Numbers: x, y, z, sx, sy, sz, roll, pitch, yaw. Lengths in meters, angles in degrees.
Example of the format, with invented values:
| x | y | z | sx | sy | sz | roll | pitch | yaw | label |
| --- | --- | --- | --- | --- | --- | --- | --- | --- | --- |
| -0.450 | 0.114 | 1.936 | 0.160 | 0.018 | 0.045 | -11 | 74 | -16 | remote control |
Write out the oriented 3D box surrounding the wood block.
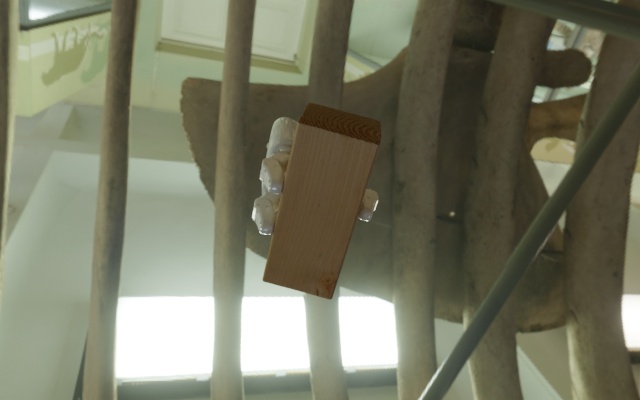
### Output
| x | y | z | sx | sy | sz | roll | pitch | yaw | label |
| --- | --- | --- | --- | --- | --- | --- | --- | --- | --- |
| 0.000 | 0.002 | 0.572 | 0.091 | 0.206 | 0.090 | 15 | 26 | 0 | wood block |
